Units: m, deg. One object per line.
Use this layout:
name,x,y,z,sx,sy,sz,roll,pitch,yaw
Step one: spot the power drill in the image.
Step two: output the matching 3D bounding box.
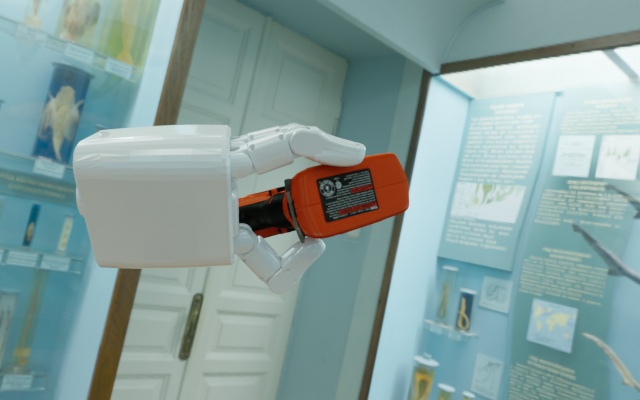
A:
power drill,0.000,0.001,0.464,0.184,0.057,0.187,-16,0,-28
